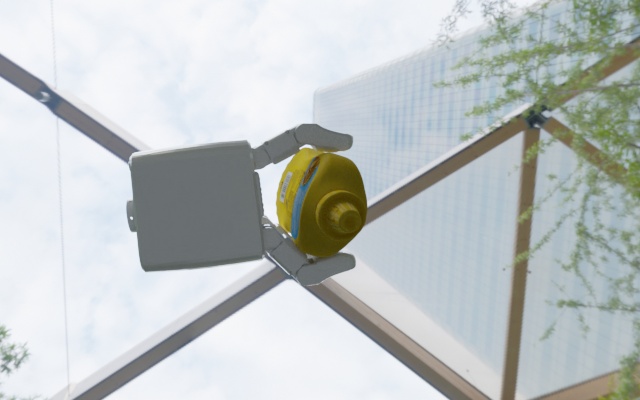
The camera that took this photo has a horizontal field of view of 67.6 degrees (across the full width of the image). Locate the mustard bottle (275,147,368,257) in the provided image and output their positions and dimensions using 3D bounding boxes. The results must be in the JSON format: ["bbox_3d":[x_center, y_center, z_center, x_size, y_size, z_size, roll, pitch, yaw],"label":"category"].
[{"bbox_3d":[0.000,0.001,0.457,0.058,0.096,0.191,18,4,-15],"label":"mustard bottle"}]
